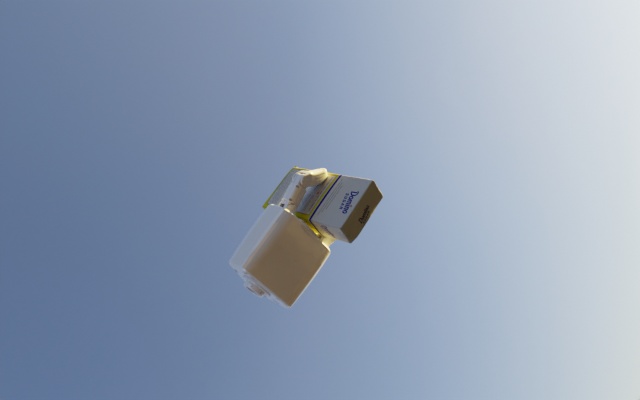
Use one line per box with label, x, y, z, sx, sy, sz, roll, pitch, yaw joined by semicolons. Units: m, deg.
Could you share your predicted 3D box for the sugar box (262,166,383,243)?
sugar box;0.000;0.003;0.736;0.176;0.093;0.048;16;-28;43
